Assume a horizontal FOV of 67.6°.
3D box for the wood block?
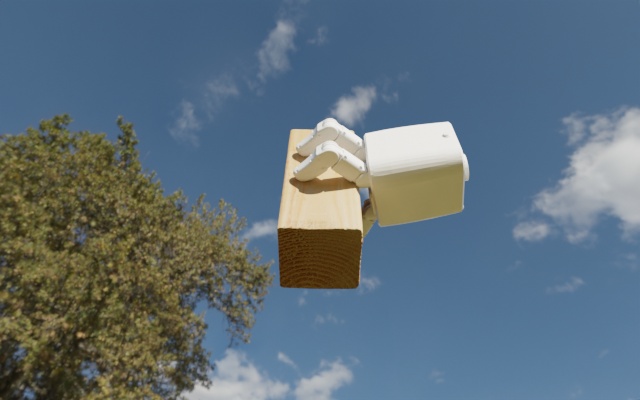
[{"bbox_3d":[0.000,0.002,0.589,0.090,0.091,0.206,1,37,1],"label":"wood block"}]
